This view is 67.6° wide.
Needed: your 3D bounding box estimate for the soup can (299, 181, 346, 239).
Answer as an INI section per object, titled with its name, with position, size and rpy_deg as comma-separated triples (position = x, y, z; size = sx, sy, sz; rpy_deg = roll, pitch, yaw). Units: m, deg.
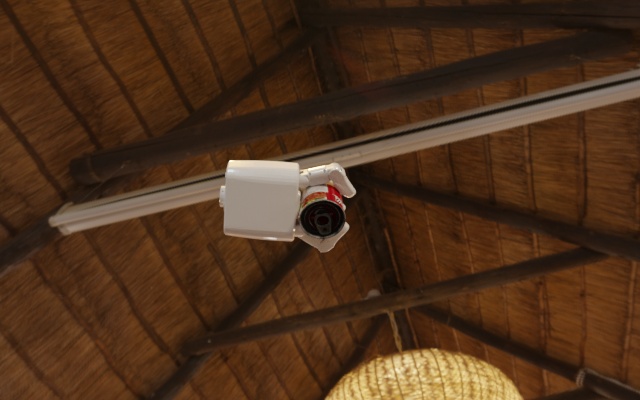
[soup can]
position = 0.001, 0.002, 0.733
size = 0.068, 0.068, 0.102
rpy_deg = 0, 31, -4
